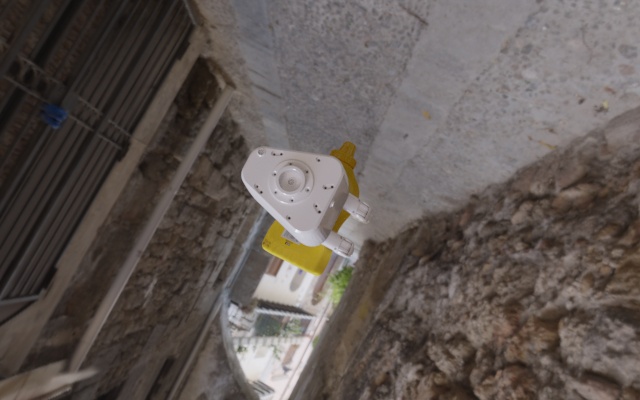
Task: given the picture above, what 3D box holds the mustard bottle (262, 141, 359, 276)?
[{"bbox_3d":[0.000,0.003,0.675,0.096,0.191,0.058,22,-9,32],"label":"mustard bottle"}]
